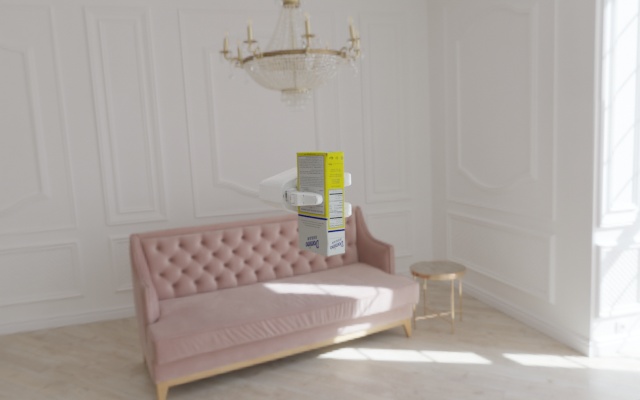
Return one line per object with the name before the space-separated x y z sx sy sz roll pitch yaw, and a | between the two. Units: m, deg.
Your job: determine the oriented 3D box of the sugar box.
sugar box | 0.000 0.003 0.836 0.048 0.176 0.093 -8 9 -34
